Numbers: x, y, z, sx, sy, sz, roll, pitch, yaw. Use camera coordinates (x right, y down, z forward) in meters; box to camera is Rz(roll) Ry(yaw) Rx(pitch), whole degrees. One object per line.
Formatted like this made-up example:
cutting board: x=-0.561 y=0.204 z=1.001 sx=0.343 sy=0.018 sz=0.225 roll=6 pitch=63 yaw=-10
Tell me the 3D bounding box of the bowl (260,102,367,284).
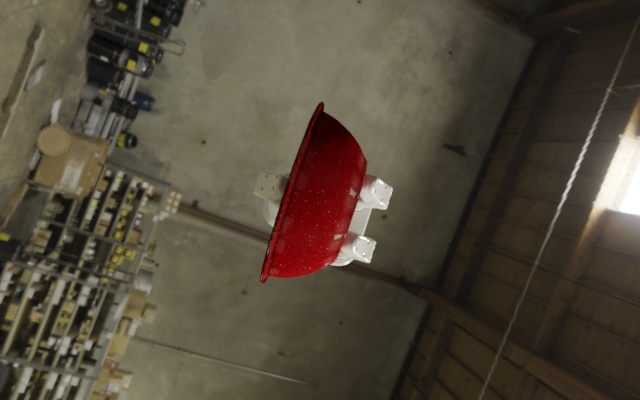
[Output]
bowl: x=0.000 y=0.002 z=0.408 sx=0.055 sy=0.162 sz=0.162 roll=18 pitch=0 yaw=0
